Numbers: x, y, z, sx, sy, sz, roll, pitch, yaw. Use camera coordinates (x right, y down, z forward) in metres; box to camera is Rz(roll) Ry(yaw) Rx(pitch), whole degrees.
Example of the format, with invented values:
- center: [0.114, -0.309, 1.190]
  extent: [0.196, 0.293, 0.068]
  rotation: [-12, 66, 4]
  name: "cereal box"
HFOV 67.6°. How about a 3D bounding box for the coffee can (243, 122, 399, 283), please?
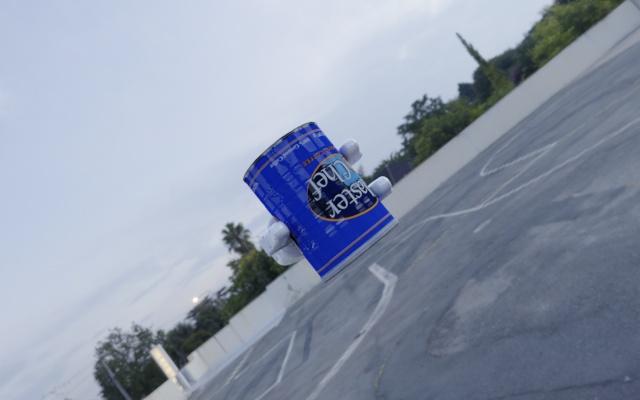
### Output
- center: [0.000, 0.002, 0.513]
  extent: [0.103, 0.140, 0.103]
  rotation: [-38, -6, -5]
  name: "coffee can"
